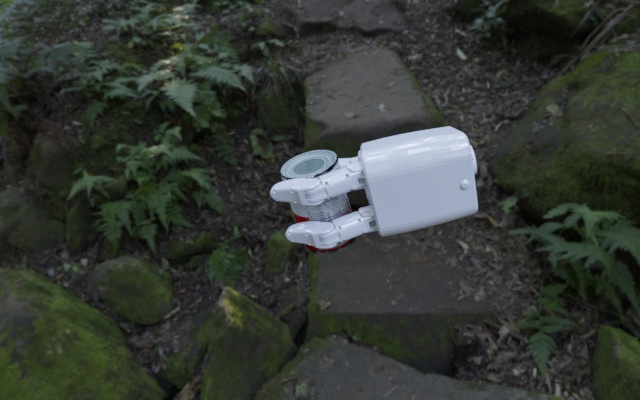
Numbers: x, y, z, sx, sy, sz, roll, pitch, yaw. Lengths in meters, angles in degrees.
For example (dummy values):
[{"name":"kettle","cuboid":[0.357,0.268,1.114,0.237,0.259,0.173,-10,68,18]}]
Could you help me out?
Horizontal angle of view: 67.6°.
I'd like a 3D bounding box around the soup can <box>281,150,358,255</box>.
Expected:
[{"name":"soup can","cuboid":[0.000,0.002,0.548,0.068,0.102,0.068,-13,29,7]}]
